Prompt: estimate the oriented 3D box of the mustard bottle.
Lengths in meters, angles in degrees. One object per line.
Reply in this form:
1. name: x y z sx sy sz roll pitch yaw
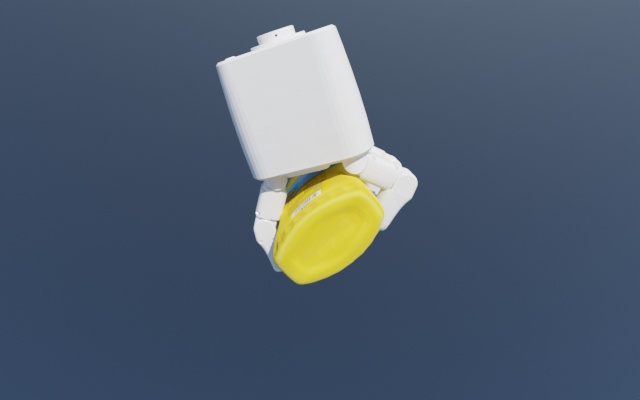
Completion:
1. mustard bottle: 0.000 0.002 0.462 0.096 0.058 0.191 -42 16 9
